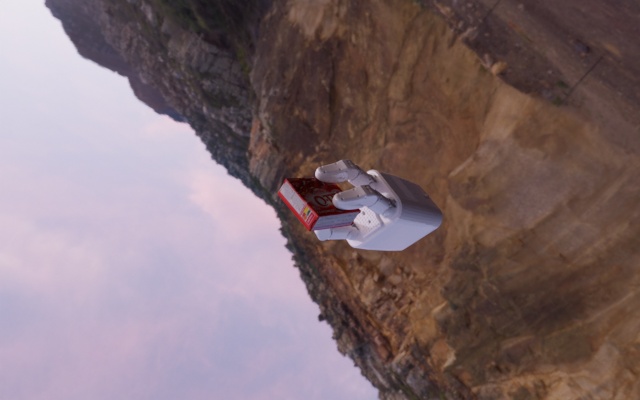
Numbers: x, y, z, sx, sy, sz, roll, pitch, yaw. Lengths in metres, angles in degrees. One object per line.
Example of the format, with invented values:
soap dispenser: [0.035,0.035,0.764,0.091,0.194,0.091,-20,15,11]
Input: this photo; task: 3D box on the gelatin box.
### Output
gelatin box: [0.000,0.002,0.628,0.089,0.030,0.073,-5,46,-47]
